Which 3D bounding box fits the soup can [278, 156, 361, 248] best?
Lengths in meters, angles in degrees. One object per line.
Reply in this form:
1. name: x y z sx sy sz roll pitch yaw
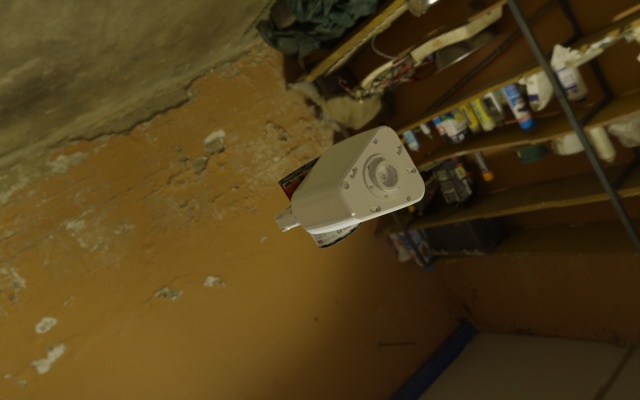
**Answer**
1. soup can: 0.000 0.002 0.621 0.068 0.102 0.068 -31 8 5
